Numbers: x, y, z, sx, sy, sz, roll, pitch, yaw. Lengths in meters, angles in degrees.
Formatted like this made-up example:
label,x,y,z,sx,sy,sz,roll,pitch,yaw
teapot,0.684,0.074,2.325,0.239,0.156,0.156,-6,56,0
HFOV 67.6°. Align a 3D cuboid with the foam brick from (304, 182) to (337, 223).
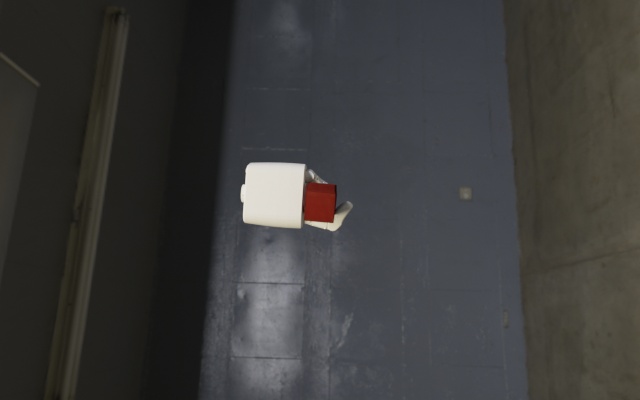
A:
label,x,y,z,sx,sy,sz,roll,pitch,yaw
foam brick,0.000,0.003,0.817,0.051,0.053,0.078,6,13,0
